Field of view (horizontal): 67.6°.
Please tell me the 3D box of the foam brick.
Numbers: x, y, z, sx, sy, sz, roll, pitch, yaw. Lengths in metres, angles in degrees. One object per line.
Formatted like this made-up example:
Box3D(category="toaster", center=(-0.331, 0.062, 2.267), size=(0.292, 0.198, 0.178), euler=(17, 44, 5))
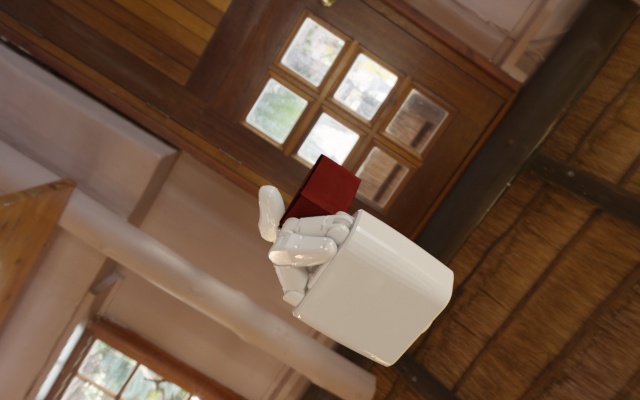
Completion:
Box3D(category="foam brick", center=(0.000, 0.001, 0.484), size=(0.051, 0.053, 0.078), euler=(32, 40, -4))
